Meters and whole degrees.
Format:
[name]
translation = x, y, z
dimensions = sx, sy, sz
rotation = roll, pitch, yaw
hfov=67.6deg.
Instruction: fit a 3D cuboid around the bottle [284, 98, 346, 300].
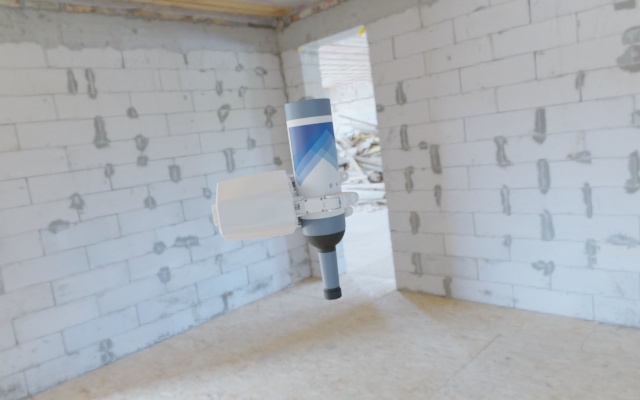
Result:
[bottle]
translation = 0.000, 0.002, 0.706
dimensions = 0.069, 0.296, 0.069
rotation = -7, 8, 1
